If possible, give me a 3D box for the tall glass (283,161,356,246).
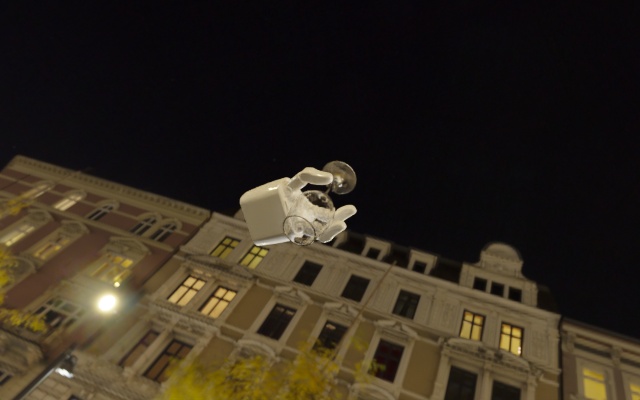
[{"bbox_3d":[0.000,0.002,0.886,0.079,0.079,0.201,0,29,25],"label":"tall glass"}]
